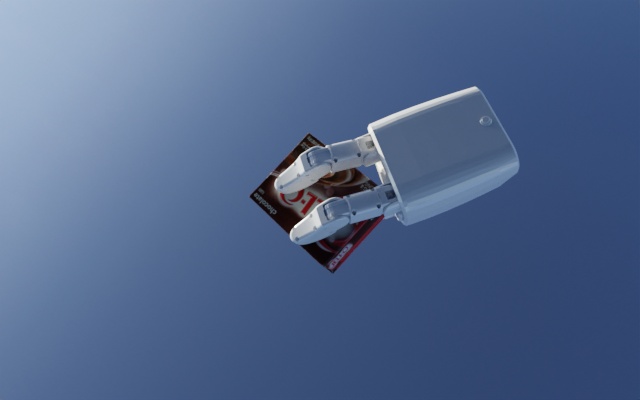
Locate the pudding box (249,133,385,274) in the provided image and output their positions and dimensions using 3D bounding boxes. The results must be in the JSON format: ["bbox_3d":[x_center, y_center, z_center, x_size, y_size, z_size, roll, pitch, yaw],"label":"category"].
[{"bbox_3d":[0.000,0.002,0.468,0.113,0.090,0.039,40,-6,28],"label":"pudding box"}]
